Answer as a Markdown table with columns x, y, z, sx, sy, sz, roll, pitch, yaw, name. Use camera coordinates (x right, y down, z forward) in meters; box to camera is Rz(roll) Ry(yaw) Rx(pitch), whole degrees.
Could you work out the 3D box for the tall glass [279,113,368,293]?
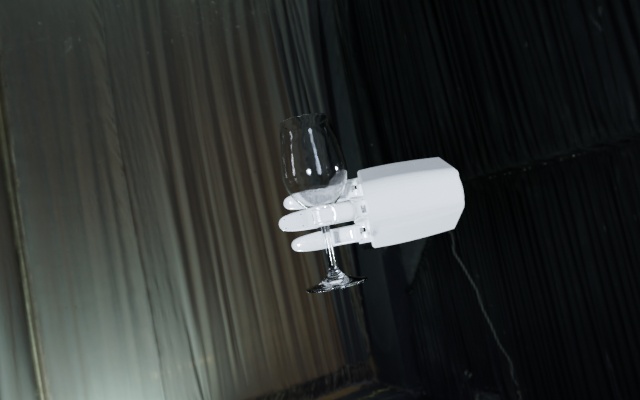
| x | y | z | sx | sy | sz | roll | pitch | yaw | name |
| --- | --- | --- | --- | --- | --- | --- | --- | --- | --- |
| 0.000 | 0.003 | 0.566 | 0.079 | 0.201 | 0.079 | -11 | -3 | -1 | tall glass |
